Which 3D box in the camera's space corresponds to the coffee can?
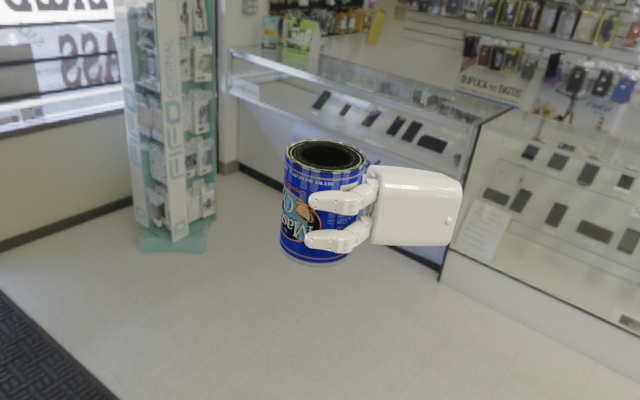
[{"bbox_3d":[0.000,0.002,0.632,0.103,0.140,0.102,5,29,-3],"label":"coffee can"}]
